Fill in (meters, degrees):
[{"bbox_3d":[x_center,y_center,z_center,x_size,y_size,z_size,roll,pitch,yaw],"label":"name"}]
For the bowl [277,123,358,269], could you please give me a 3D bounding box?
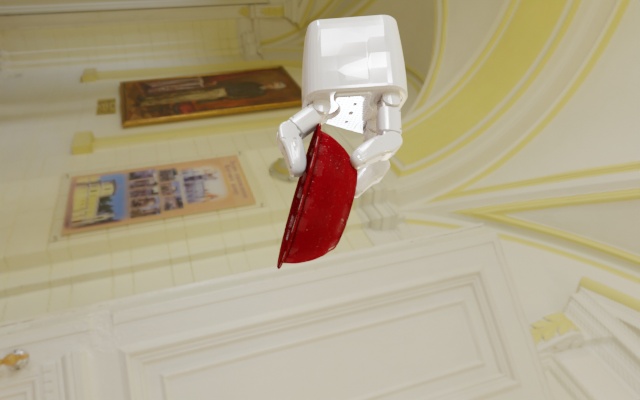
[{"bbox_3d":[0.000,0.003,0.515,0.055,0.162,0.162,16,-2,-5],"label":"bowl"}]
